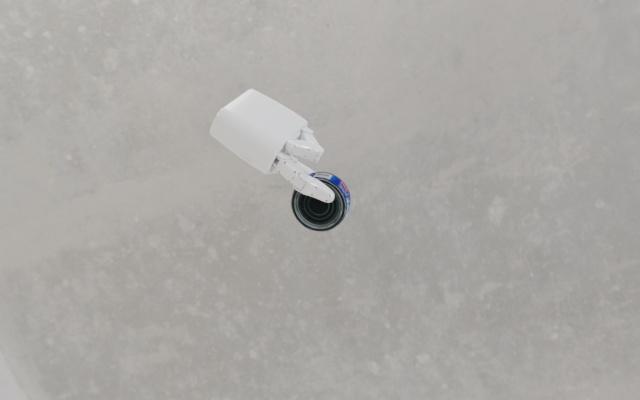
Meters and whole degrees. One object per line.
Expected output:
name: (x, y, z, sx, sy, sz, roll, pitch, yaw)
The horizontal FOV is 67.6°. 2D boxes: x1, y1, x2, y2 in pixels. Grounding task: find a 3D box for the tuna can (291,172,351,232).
tuna can: (0.000, 0.003, 0.710, 0.086, 0.086, 0.033, 0, 18, 13)
